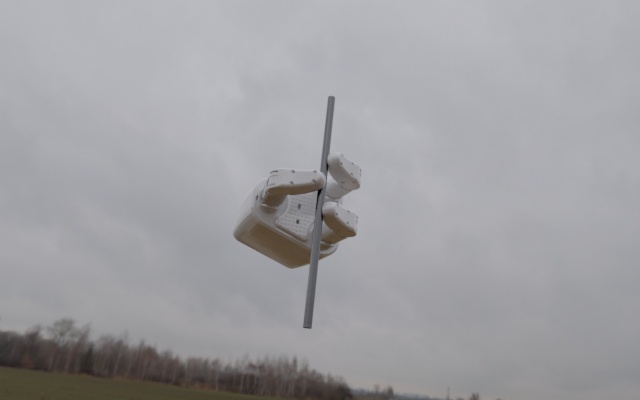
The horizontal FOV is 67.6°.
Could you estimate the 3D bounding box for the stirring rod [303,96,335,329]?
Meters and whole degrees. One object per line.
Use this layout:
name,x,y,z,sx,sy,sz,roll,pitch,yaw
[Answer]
stirring rod,0.000,0.002,0.466,0.011,0.239,0.011,5,-22,2
